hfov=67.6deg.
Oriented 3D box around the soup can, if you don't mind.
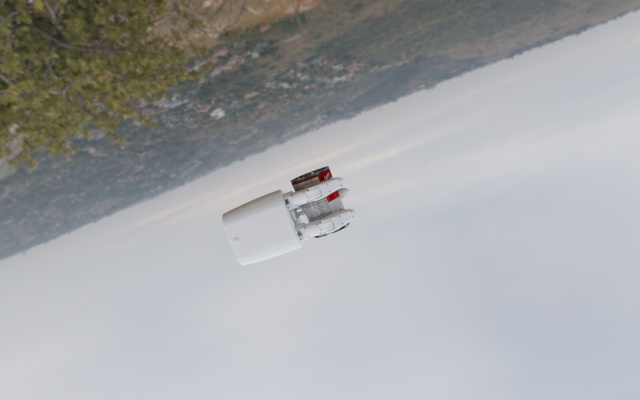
[{"bbox_3d":[0.001,0.003,0.788,0.068,0.102,0.068,-21,7,3],"label":"soup can"}]
